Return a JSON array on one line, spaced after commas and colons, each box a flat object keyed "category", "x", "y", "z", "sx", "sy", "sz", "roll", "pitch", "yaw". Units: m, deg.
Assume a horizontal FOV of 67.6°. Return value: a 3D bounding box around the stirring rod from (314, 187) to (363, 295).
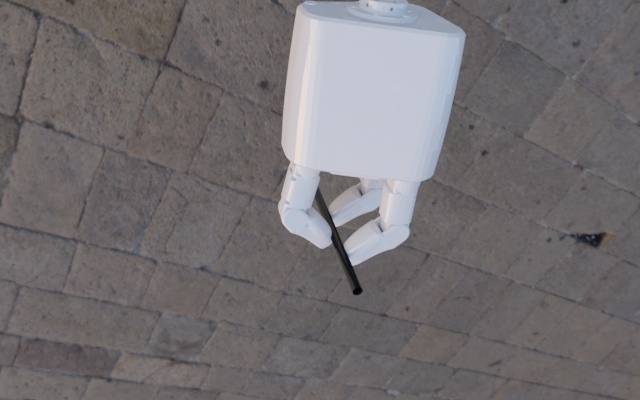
[{"category": "stirring rod", "x": 0.000, "y": 0.001, "z": 0.452, "sx": 0.011, "sy": 0.011, "sz": 0.239, "roll": 0, "pitch": 34, "yaw": -16}]
